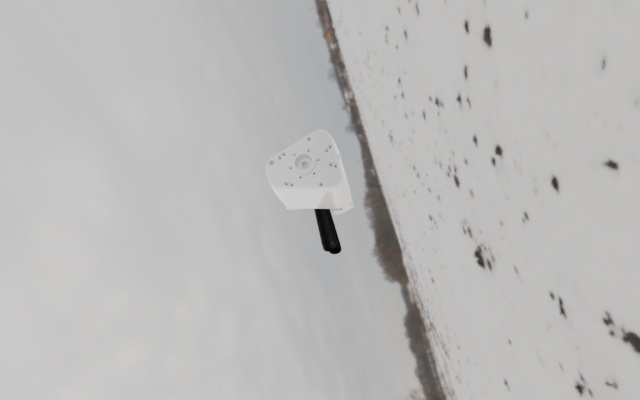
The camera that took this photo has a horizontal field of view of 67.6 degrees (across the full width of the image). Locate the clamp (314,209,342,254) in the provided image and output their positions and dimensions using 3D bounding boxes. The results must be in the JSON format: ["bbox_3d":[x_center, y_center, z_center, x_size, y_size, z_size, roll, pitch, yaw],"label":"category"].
[{"bbox_3d":[-0.001,0.002,0.866,0.036,0.210,0.164,-15,-16,2],"label":"clamp"}]
